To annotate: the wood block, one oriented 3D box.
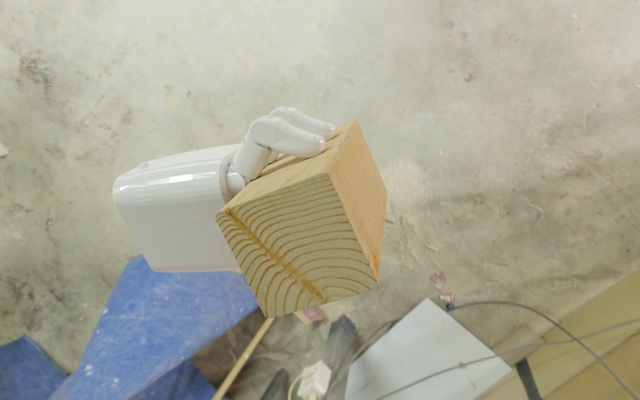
[{"bbox_3d":[0.000,0.002,0.422,0.090,0.091,0.206,-20,15,16],"label":"wood block"}]
